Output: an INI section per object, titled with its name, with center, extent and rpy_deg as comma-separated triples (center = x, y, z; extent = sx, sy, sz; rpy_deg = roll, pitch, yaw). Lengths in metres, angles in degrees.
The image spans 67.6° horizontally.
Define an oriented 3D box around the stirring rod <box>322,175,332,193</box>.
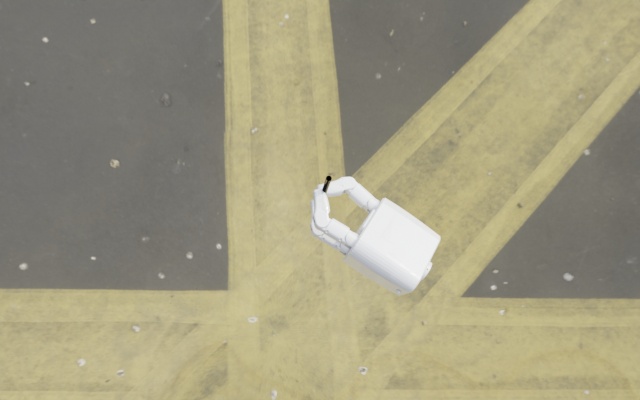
[stirring rod]
center = 0.000, 0.002, 0.760
extent = 0.011, 0.011, 0.239
rpy_deg = 0, -16, -6
